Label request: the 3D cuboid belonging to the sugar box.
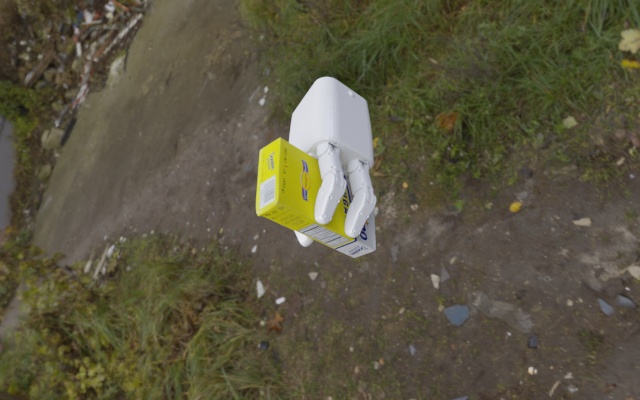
[{"bbox_3d":[0.000,0.002,0.606,0.176,0.093,0.048,25,-38,-37],"label":"sugar box"}]
